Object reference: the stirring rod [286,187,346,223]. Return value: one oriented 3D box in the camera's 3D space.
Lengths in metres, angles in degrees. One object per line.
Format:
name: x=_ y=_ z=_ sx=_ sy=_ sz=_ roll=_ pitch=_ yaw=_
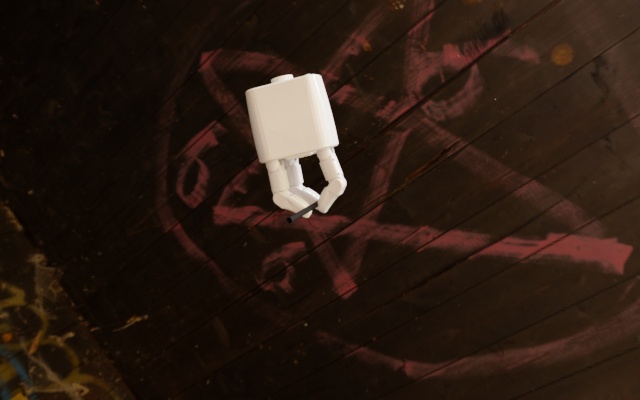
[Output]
stirring rod: x=0.000 y=0.002 z=0.726 sx=0.011 sy=0.011 sz=0.239 roll=0 pitch=11 yaw=20
